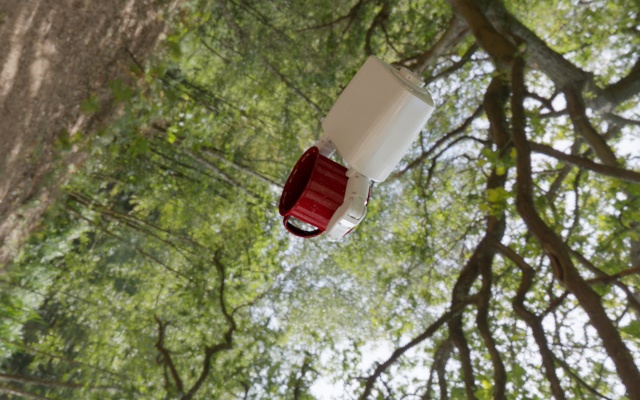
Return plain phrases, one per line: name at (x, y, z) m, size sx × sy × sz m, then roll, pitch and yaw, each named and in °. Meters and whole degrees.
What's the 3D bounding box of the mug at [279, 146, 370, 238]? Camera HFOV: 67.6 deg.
mug at (0.000, 0.003, 0.587) m, size 0.081 × 0.117 × 0.093 m, roll 26°, pitch 26°, yaw -19°
